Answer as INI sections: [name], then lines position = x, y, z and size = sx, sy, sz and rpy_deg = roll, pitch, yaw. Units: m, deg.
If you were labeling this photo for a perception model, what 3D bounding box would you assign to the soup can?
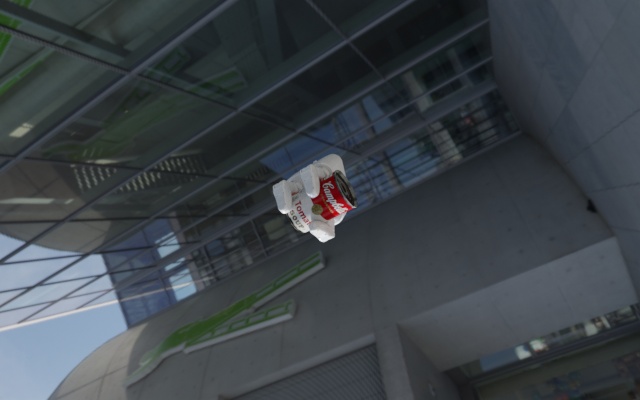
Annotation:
[soup can]
position = 0.000, 0.003, 0.784
size = 0.102, 0.068, 0.068
rpy_deg = -28, -10, 19
